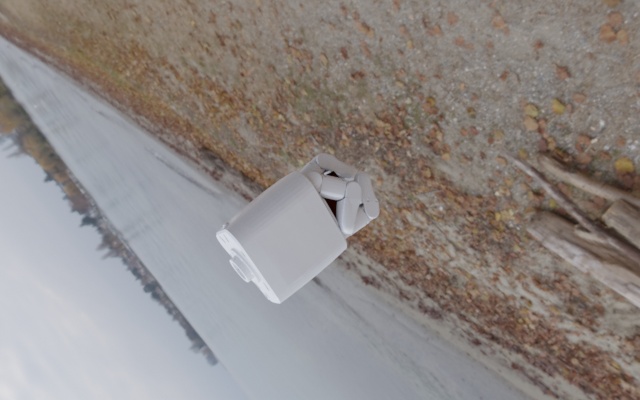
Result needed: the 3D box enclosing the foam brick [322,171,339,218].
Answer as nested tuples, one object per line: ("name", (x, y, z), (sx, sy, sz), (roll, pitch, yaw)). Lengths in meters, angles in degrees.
("foam brick", (0.000, 0.002, 0.618), (0.051, 0.053, 0.078), (-40, 8, -21))
